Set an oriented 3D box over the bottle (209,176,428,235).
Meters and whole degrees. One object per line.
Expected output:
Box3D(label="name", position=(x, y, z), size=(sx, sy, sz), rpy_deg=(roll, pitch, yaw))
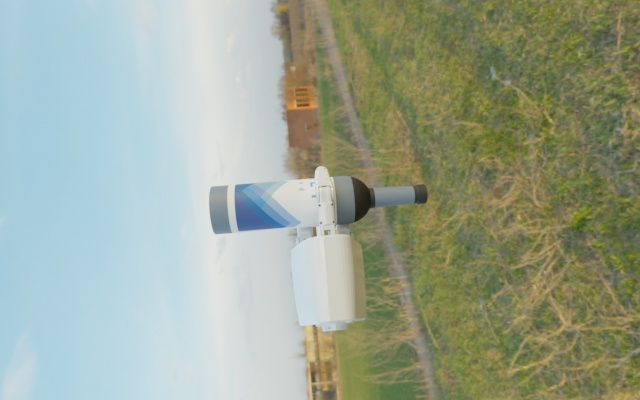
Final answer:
Box3D(label="bottle", position=(0.000, 0.002, 0.661), size=(0.296, 0.069, 0.069), rpy_deg=(-4, 0, -3))
